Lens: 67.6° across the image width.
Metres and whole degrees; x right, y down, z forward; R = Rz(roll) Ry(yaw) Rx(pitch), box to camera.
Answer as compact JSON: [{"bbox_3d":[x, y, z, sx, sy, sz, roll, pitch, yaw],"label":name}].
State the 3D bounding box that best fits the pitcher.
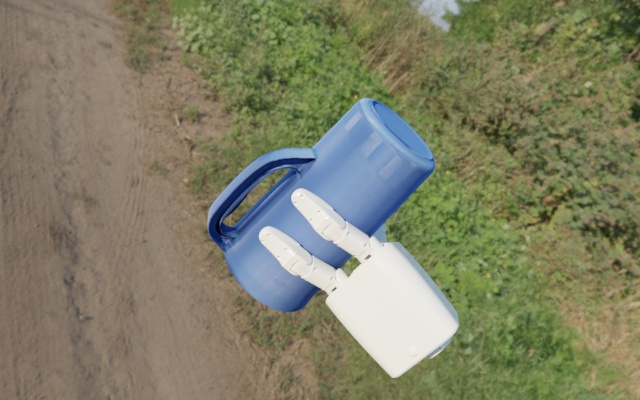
[{"bbox_3d":[0.000,0.002,0.537,0.243,0.145,0.149,-46,-14,23],"label":"pitcher"}]
